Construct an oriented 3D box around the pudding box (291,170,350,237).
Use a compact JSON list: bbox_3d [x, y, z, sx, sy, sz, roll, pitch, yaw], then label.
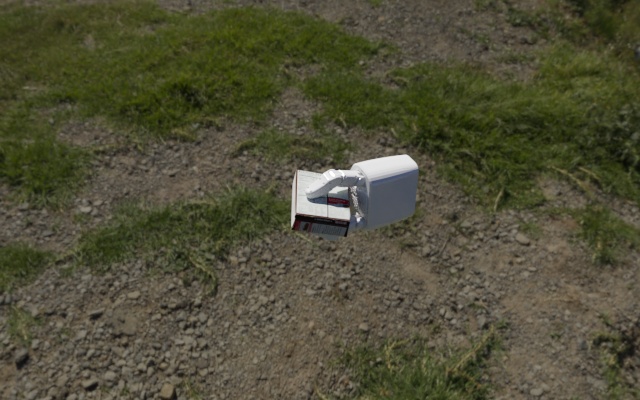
[{"bbox_3d":[0.000,0.002,0.766,0.090,0.039,0.113,7,40,-8],"label":"pudding box"}]
